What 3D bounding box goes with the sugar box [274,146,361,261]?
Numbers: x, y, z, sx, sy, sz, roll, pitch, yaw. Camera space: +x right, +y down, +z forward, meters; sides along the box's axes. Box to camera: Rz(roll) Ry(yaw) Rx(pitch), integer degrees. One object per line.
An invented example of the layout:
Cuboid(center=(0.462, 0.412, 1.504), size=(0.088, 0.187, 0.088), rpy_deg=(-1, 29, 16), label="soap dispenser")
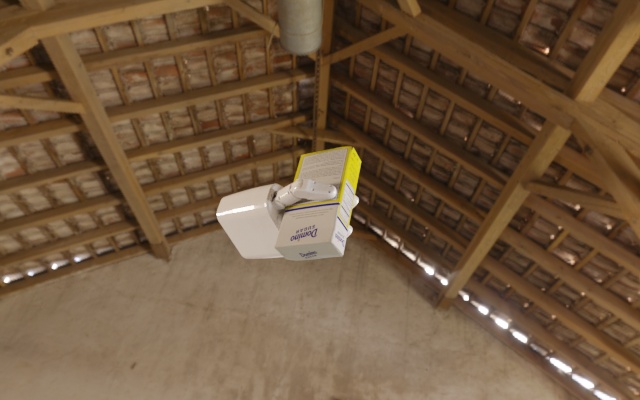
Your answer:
Cuboid(center=(0.000, 0.003, 0.703), size=(0.093, 0.176, 0.048), rpy_deg=(-8, -39, 28), label="sugar box")
